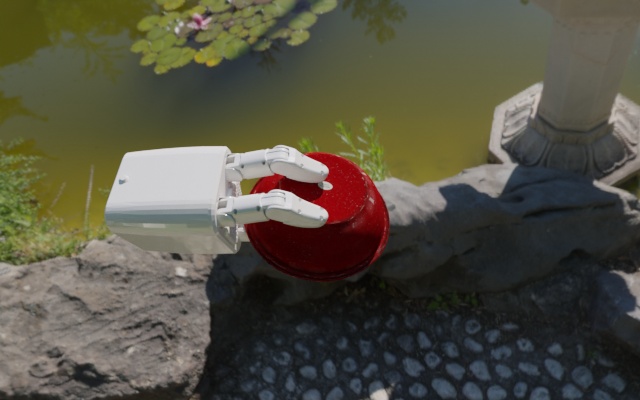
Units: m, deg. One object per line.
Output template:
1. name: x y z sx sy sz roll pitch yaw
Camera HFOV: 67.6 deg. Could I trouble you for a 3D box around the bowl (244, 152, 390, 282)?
1. bowl: 0.001 0.001 0.505 0.162 0.162 0.055 0 -36 -9
